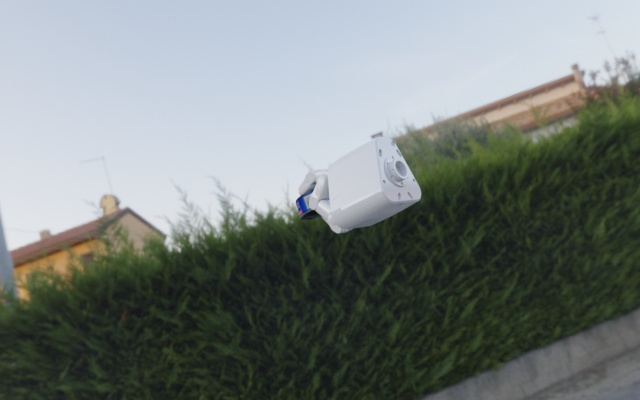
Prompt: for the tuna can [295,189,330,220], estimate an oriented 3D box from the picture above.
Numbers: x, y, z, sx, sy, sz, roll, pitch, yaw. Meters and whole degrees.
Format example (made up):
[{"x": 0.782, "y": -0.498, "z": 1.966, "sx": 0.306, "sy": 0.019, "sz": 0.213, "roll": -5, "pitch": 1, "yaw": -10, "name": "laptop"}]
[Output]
[{"x": 0.000, "y": 0.002, "z": 0.836, "sx": 0.086, "sy": 0.033, "sz": 0.086, "roll": -20, "pitch": -13, "yaw": -5, "name": "tuna can"}]
